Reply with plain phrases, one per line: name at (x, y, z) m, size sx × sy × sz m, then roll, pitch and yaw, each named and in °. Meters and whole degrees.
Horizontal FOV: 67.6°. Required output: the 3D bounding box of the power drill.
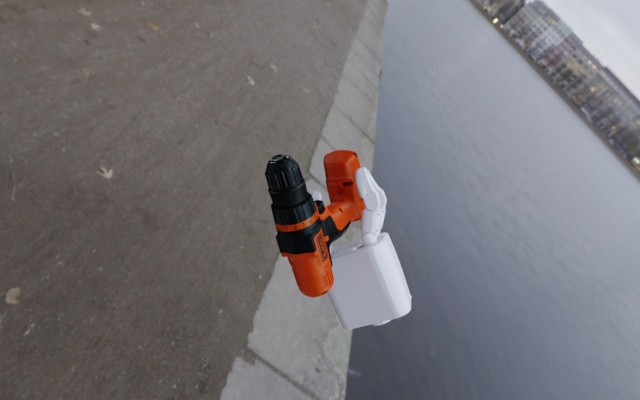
power drill at (0.000, 0.002, 0.619) m, size 0.057 × 0.184 × 0.187 m, roll 0°, pitch 27°, yaw 27°
